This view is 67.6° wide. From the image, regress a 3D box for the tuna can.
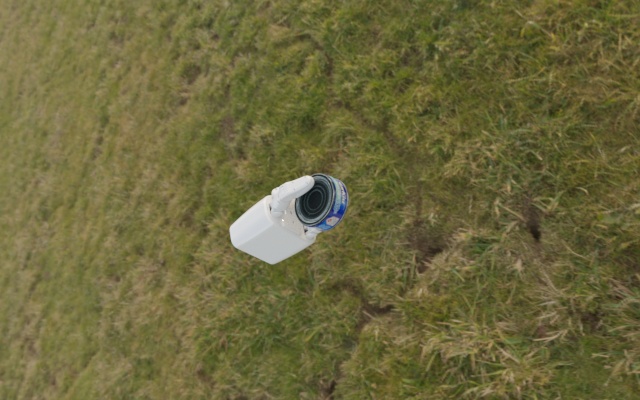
[{"bbox_3d":[0.000,0.002,0.735,0.086,0.086,0.034,0,-15,44],"label":"tuna can"}]
